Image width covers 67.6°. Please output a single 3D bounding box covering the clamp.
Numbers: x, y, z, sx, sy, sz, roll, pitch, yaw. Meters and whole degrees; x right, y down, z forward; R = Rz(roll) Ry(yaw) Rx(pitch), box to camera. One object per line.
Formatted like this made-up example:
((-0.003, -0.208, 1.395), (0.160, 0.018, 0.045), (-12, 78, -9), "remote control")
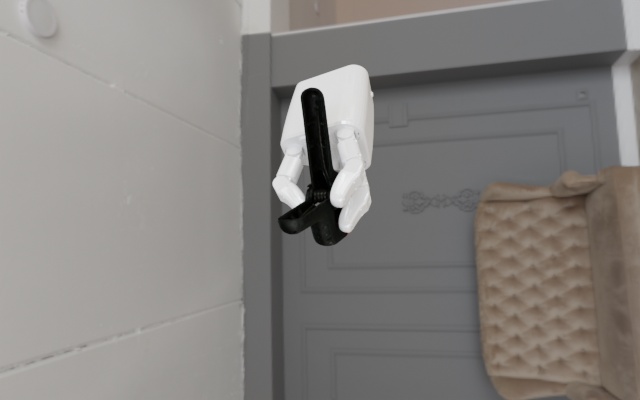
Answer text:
((-0.001, 0.002, 0.547), (0.036, 0.164, 0.210), (2, -33, 16), "clamp")
